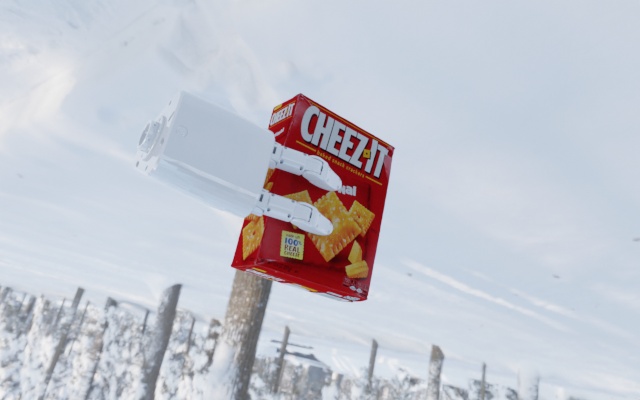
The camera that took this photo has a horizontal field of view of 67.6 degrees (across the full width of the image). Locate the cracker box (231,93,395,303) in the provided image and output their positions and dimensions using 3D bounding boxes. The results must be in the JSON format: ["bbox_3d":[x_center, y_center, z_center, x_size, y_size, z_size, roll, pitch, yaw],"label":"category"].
[{"bbox_3d":[0.000,0.002,0.590,0.164,0.213,0.072,24,-21,-31],"label":"cracker box"}]
